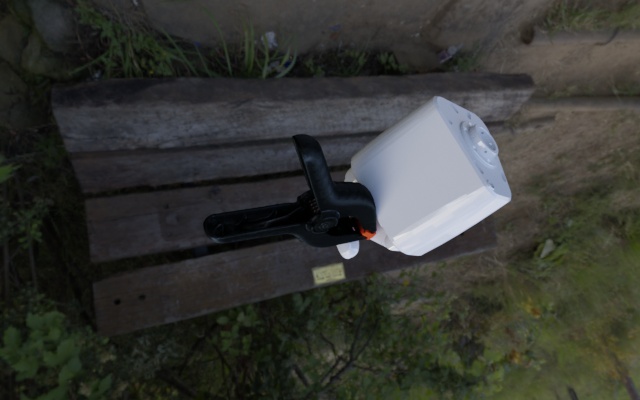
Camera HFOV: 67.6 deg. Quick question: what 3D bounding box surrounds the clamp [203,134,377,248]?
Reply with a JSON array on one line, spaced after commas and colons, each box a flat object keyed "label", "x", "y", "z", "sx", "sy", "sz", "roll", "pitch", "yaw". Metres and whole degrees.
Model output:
[{"label": "clamp", "x": 0.000, "y": 0.002, "z": 0.408, "sx": 0.171, "sy": 0.039, "sz": 0.120, "roll": 7, "pitch": -37, "yaw": -45}]
